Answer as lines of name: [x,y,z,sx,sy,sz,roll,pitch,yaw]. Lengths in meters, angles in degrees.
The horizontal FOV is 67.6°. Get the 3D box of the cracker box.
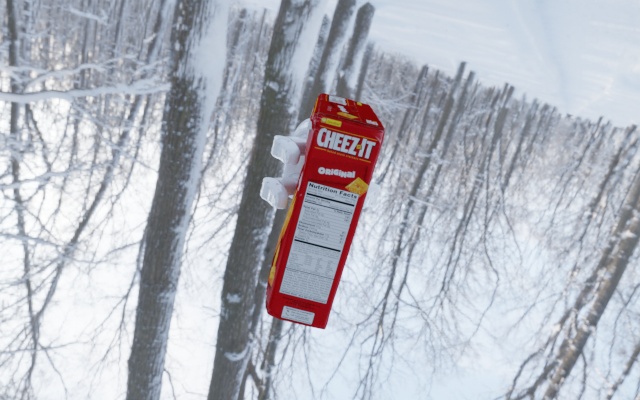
cracker box: [0.000,0.002,0.521,0.072,0.214,0.164,14,18,-4]
